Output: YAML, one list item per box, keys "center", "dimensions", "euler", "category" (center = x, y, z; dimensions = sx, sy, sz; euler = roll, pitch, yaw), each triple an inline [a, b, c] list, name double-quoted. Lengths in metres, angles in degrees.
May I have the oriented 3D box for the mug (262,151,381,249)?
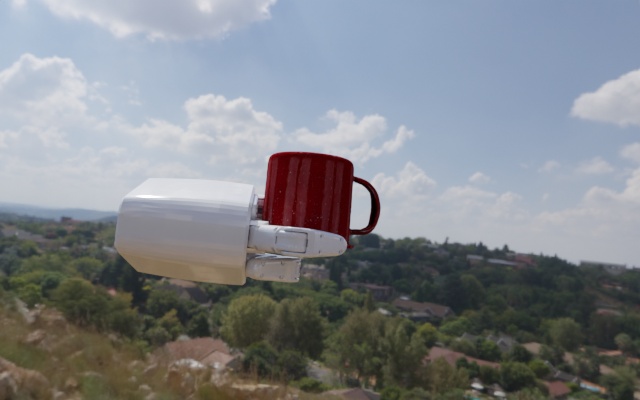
- center: [0.002, 0.001, 0.450]
  dimensions: [0.117, 0.081, 0.093]
  euler: [5, -4, -8]
  category: "mug"
